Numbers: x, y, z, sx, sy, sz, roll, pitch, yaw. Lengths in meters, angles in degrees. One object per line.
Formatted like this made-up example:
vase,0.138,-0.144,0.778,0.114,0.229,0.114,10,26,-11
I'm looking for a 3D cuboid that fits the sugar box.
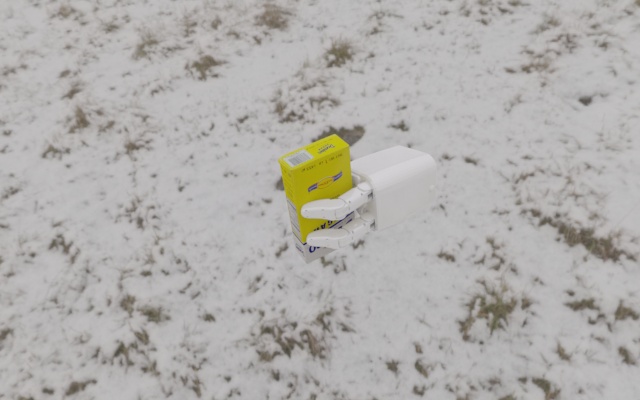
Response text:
sugar box,0.000,0.002,0.687,0.093,0.176,0.048,-24,40,-19
